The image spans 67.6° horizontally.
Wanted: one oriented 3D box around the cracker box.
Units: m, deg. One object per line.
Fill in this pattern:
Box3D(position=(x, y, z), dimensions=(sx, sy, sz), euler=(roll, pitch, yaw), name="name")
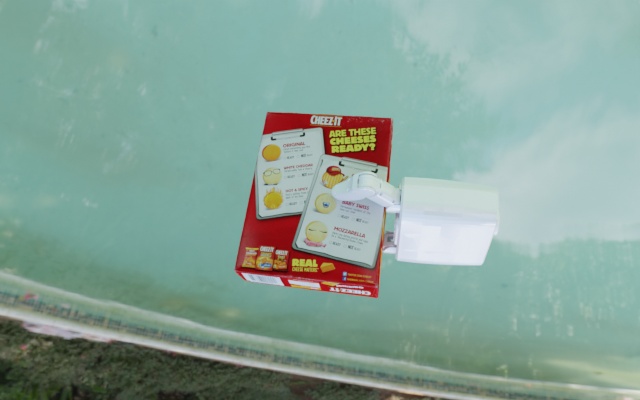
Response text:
Box3D(position=(0.000, 0.002, 0.588), dimensions=(0.164, 0.213, 0.072), euler=(5, -23, 9), name="cracker box")
